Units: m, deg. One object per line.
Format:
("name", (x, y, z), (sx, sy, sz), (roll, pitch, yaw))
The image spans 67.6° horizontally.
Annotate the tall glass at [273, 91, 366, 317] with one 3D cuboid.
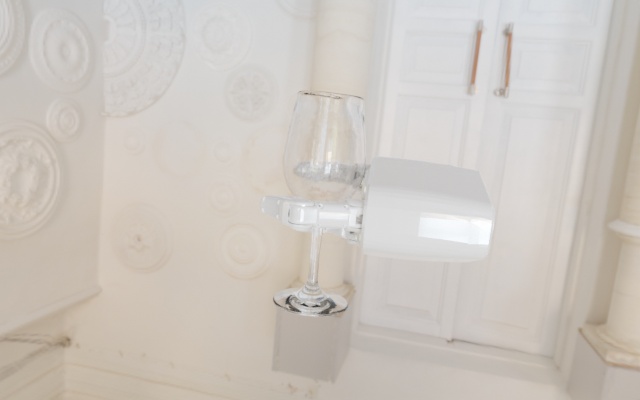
("tall glass", (0.000, 0.002, 0.452), (0.079, 0.201, 0.079), (5, 8, -1))
